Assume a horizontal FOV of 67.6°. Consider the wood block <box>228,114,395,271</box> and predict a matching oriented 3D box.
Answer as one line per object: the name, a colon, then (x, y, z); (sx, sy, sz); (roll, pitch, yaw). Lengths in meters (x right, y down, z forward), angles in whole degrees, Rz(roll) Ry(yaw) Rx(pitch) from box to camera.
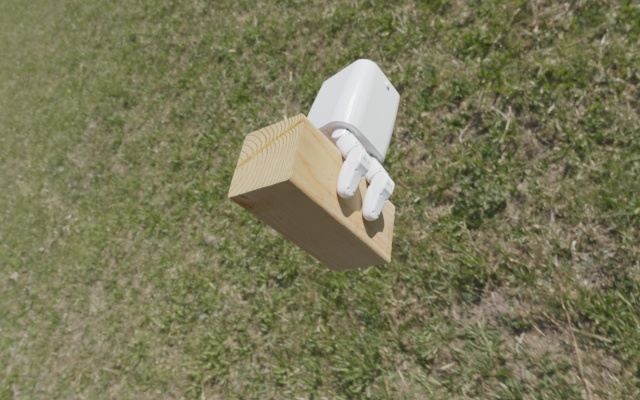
wood block: (0.000, 0.002, 0.581); (0.091, 0.090, 0.206); (-13, -38, 35)
